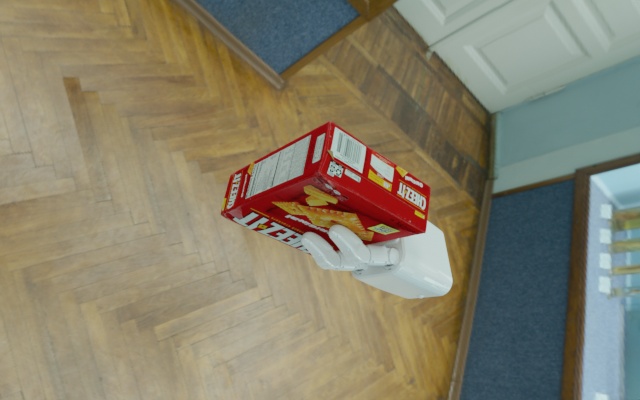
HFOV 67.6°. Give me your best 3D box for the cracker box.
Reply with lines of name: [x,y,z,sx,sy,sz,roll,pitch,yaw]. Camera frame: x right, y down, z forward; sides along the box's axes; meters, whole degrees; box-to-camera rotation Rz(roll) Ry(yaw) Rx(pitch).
cracker box: [0.000,0.002,0.593,0.164,0.072,0.214,28,-29,-31]
